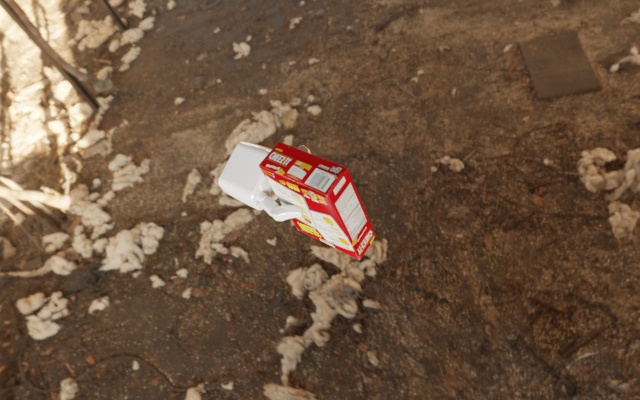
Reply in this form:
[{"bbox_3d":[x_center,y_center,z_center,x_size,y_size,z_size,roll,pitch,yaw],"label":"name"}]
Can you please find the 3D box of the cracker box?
[{"bbox_3d":[0.000,0.003,0.887,0.164,0.072,0.214,24,-24,34],"label":"cracker box"}]
